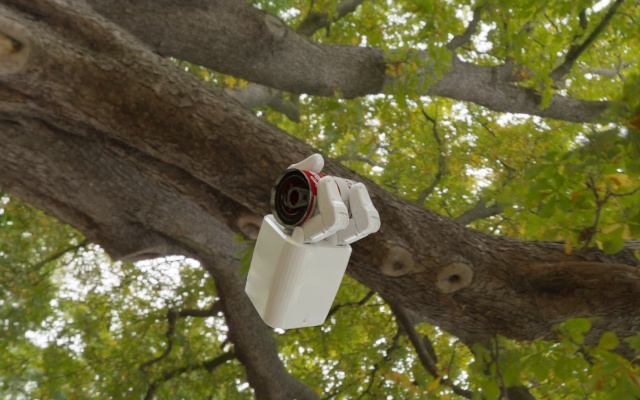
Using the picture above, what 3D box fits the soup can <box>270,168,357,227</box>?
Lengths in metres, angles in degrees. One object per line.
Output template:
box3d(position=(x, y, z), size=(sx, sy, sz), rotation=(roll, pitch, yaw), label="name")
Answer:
box3d(position=(0.000, 0.001, 0.576), size=(0.068, 0.068, 0.102), rotation=(0, -6, 45), label="soup can")
